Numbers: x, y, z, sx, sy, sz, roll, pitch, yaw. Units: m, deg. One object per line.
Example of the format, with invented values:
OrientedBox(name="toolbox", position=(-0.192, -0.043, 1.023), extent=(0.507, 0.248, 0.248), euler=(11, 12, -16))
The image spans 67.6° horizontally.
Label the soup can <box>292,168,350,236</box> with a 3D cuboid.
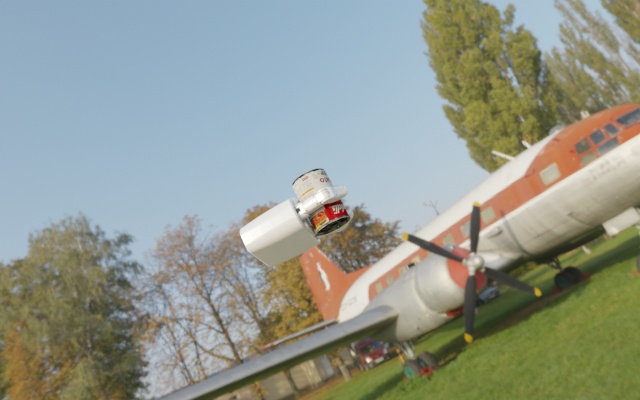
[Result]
OrientedBox(name="soup can", position=(0.000, 0.002, 0.848), extent=(0.068, 0.102, 0.068), euler=(-25, -17, -8))
